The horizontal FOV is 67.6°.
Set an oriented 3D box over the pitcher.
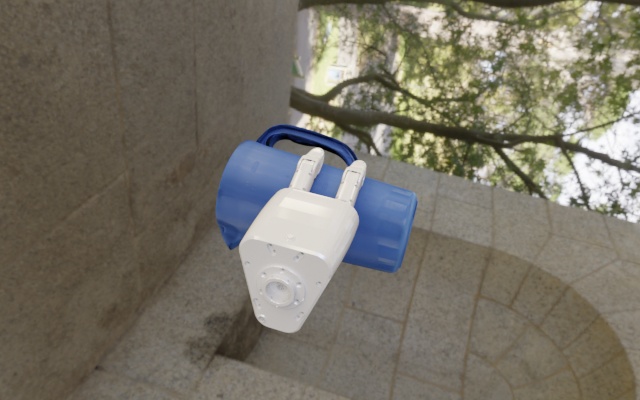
[{"bbox_3d":[0.000,0.002,0.629,0.243,0.149,0.145,15,26,10],"label":"pitcher"}]
